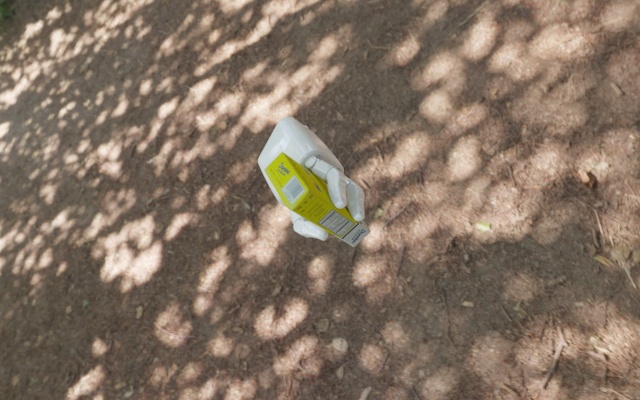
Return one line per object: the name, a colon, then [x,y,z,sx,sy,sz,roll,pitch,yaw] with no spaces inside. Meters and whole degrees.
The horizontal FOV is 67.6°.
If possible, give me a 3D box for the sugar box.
sugar box: [0.000,0.002,0.722,0.176,0.048,0.093,29,21,-49]
